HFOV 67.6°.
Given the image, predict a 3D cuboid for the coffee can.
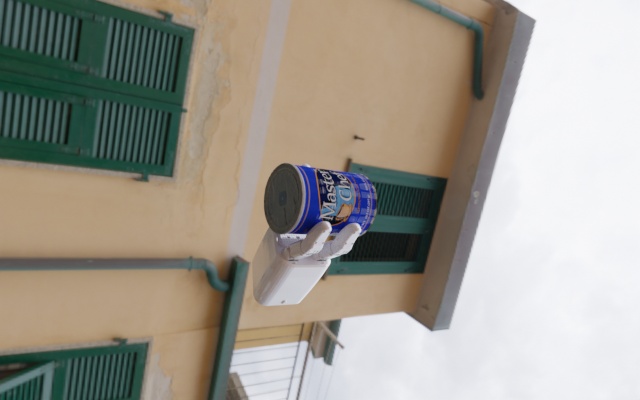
[{"bbox_3d":[0.000,0.002,0.722,0.140,0.103,0.103,5,-3,-36],"label":"coffee can"}]
